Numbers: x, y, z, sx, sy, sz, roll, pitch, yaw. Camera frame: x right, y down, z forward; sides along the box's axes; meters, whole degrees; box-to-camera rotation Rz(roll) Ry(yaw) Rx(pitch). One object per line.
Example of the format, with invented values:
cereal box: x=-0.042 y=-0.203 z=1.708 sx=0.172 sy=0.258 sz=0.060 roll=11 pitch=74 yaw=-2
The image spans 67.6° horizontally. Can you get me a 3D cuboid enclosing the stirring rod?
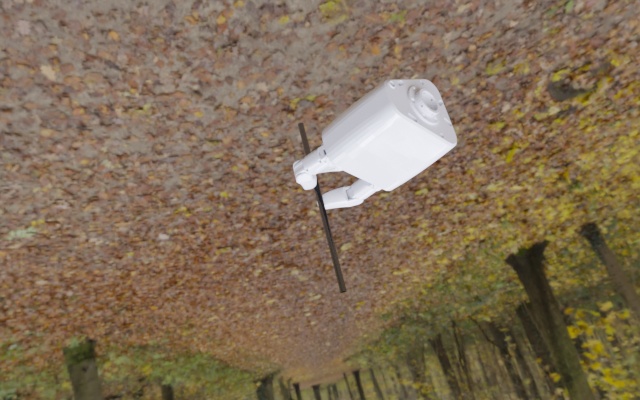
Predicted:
stirring rod: x=0.000 y=0.002 z=0.620 sx=0.011 sy=0.239 sz=0.011 roll=-12 pitch=-22 yaw=-5
